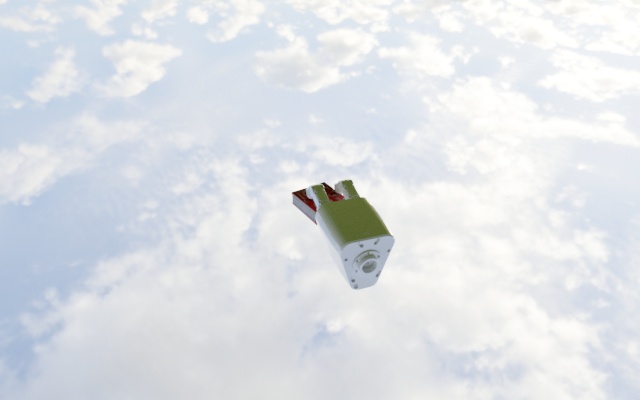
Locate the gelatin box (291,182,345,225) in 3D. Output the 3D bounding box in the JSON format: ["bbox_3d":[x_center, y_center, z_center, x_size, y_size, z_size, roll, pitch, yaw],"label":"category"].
[{"bbox_3d":[0.000,0.003,0.872,0.073,0.030,0.089,-19,34,-27],"label":"gelatin box"}]
